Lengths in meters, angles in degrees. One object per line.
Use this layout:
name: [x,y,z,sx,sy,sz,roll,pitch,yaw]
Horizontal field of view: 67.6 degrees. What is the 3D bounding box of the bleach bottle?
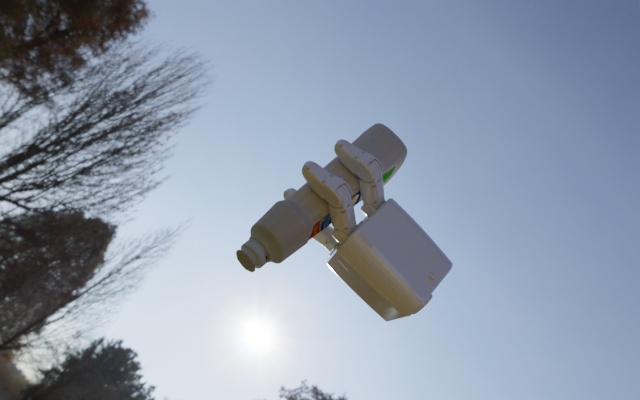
bleach bottle: [0.000,0.002,0.567,0.250,0.068,0.103,-39,-9,-35]
